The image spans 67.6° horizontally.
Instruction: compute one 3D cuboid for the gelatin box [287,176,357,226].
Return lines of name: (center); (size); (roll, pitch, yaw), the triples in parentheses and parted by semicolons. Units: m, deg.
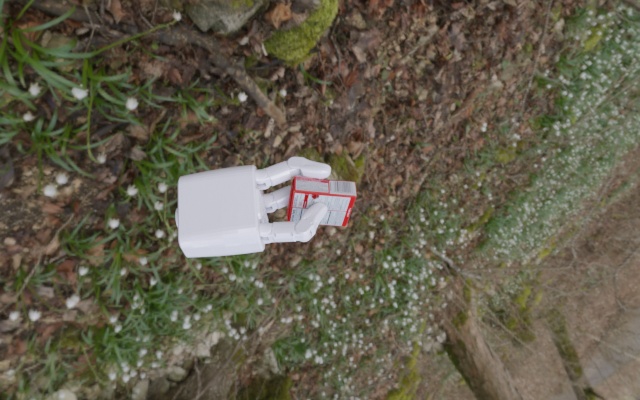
gelatin box: (0.000, 0.003, 0.670); (0.089, 0.030, 0.073); (5, -38, -7)
